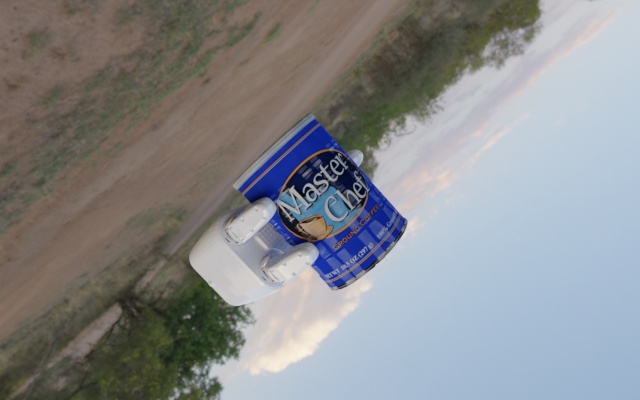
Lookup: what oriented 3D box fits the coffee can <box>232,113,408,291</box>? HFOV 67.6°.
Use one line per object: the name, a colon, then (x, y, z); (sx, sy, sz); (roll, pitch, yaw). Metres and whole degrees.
coffee can: (0.000, 0.001, 0.465); (0.103, 0.140, 0.103); (-42, 6, 5)
